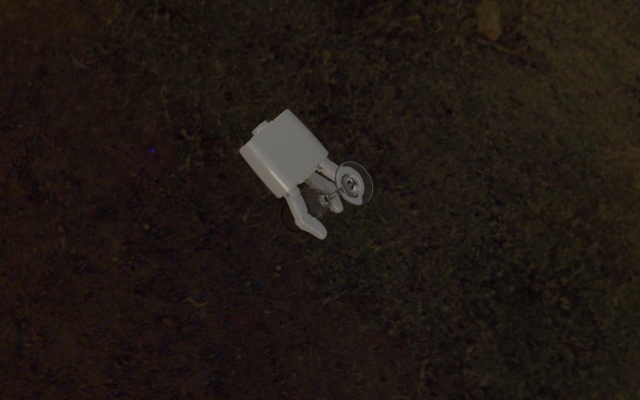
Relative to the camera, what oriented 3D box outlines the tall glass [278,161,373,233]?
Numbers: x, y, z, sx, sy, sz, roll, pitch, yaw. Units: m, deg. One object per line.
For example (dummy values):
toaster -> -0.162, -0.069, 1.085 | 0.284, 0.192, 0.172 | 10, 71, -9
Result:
tall glass -> 0.001, 0.003, 0.833 | 0.079, 0.079, 0.201 | 0, -18, -34
